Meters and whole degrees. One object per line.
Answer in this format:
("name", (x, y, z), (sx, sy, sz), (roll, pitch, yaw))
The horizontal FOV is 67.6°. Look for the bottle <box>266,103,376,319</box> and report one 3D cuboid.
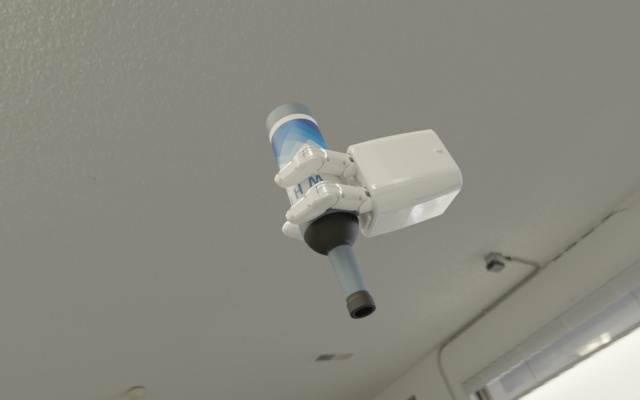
("bottle", (0.000, 0.002, 0.560), (0.069, 0.295, 0.069), (-13, -38, -11))
